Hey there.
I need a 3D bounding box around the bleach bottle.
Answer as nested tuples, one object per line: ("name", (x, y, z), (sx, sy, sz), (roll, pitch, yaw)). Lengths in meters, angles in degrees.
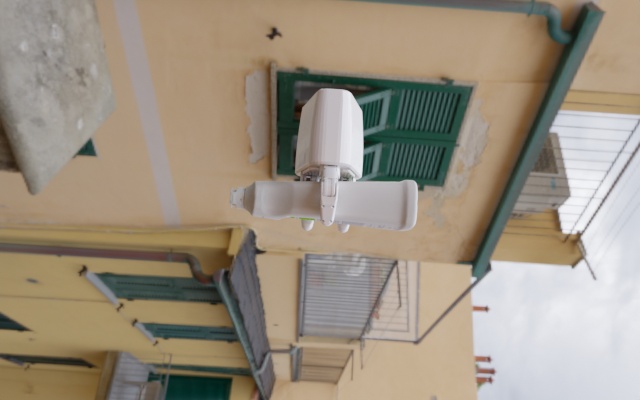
("bleach bottle", (0.000, 0.002, 0.665), (0.251, 0.068, 0.102), (3, -8, -1))
